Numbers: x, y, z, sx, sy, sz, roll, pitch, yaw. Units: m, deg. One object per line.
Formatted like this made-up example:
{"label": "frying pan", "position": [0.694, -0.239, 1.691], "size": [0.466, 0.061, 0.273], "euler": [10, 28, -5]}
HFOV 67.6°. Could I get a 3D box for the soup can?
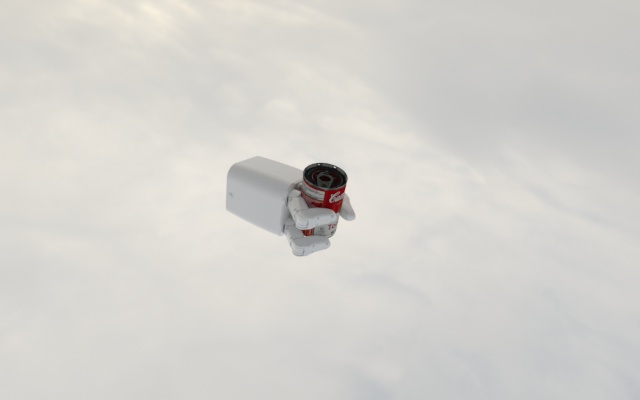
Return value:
{"label": "soup can", "position": [0.001, 0.003, 0.735], "size": [0.068, 0.102, 0.068], "euler": [7, 37, -5]}
